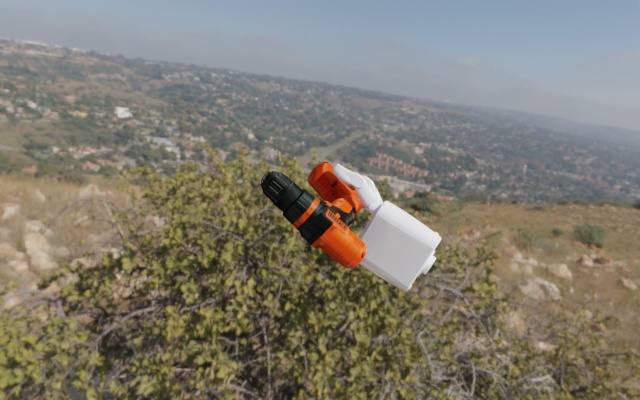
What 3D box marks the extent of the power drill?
[{"bbox_3d":[0.000,0.002,0.741,0.057,0.184,0.187,-43,9,24],"label":"power drill"}]
